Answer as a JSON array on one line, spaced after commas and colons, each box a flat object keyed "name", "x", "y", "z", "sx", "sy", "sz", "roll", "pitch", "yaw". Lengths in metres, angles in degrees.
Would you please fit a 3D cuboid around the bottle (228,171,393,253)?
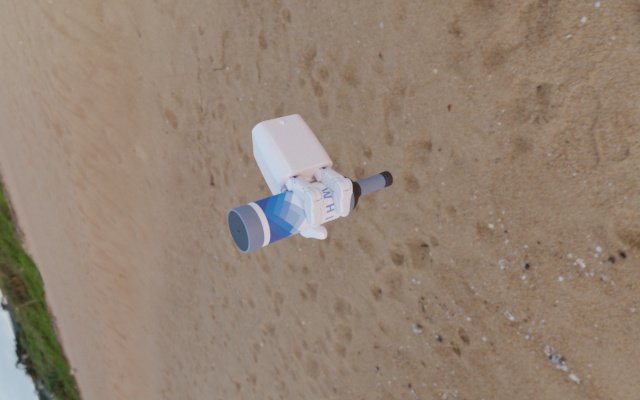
[{"name": "bottle", "x": 0.000, "y": 0.003, "z": 0.762, "sx": 0.295, "sy": 0.069, "sz": 0.069, "roll": -19, "pitch": 10, "yaw": -31}]
